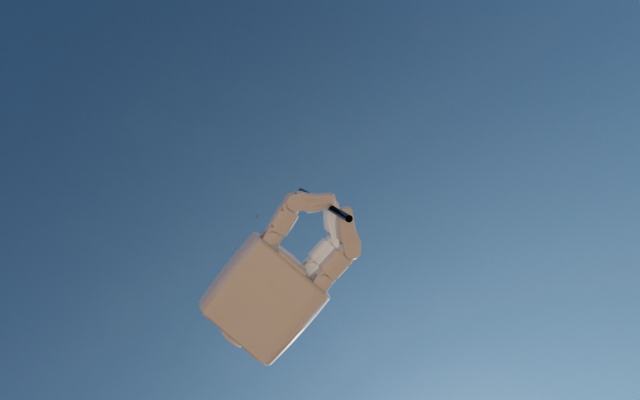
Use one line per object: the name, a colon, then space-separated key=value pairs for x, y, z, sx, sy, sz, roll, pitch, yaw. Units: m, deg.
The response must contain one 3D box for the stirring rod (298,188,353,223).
stirring rod: x=0.000 y=0.002 z=0.611 sx=0.011 sy=0.011 sz=0.239 roll=0 pitch=8 yaw=-14
